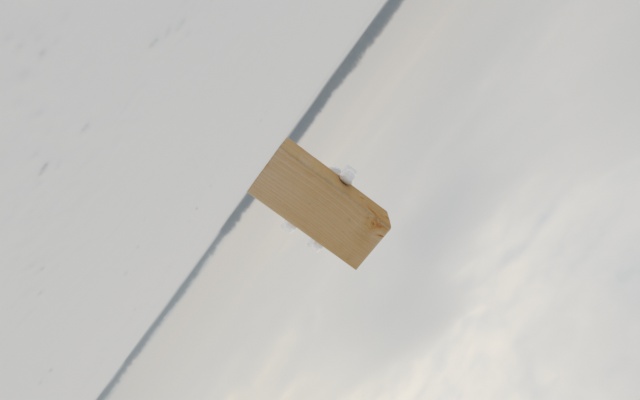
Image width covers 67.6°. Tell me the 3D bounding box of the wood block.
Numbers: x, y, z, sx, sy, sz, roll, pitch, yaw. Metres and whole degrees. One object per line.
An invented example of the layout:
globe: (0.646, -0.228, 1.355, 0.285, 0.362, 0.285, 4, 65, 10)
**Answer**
wood block: (0.000, 0.002, 0.753, 0.206, 0.091, 0.090, 36, 15, -7)
